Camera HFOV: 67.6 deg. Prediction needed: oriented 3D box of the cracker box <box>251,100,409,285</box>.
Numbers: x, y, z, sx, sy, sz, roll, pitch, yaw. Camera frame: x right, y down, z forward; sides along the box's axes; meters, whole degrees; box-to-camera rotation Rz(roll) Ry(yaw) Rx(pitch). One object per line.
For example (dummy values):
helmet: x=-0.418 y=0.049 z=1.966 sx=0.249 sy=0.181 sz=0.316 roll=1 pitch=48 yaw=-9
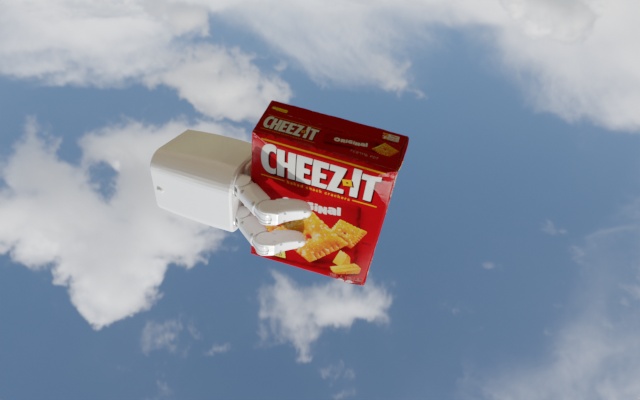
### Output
cracker box: x=0.000 y=0.002 z=0.588 sx=0.164 sy=0.214 sz=0.072 roll=16 pitch=46 yaw=7
